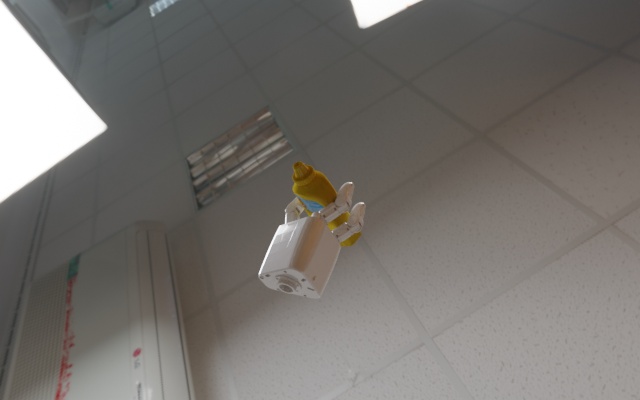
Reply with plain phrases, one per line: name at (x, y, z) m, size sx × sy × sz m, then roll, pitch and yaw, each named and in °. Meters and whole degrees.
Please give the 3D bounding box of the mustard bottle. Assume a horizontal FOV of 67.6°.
mustard bottle at (0.000, 0.003, 0.872) m, size 0.096 × 0.058 × 0.192 m, roll 23°, pitch -26°, yaw 46°
